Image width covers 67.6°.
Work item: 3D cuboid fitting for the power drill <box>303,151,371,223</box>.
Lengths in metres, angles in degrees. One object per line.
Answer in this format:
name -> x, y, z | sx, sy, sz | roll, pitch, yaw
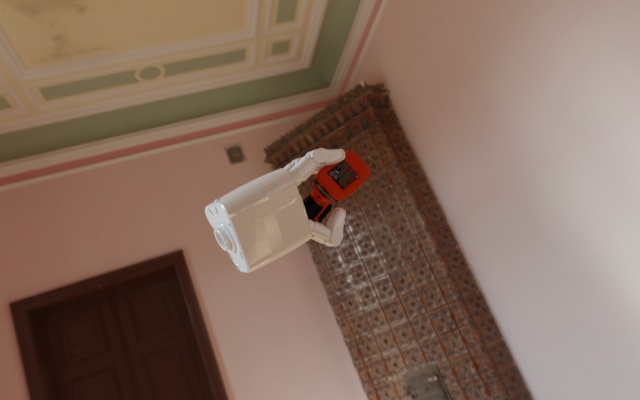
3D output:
power drill -> 0.000, 0.002, 0.780 | 0.184, 0.057, 0.188 | -42, -5, -48
